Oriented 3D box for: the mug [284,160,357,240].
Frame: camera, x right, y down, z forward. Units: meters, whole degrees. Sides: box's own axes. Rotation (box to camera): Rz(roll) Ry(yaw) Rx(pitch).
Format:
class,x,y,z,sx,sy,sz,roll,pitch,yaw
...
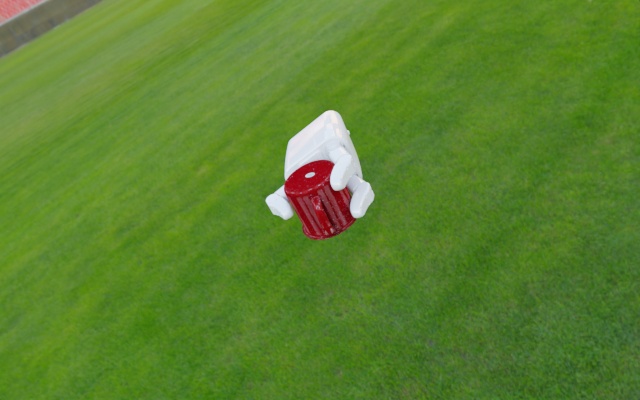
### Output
class,x,y,z,sx,sy,sz,roll,pitch,yaw
mug,0.000,0.003,0.672,0.093,0.081,0.117,-22,32,10
